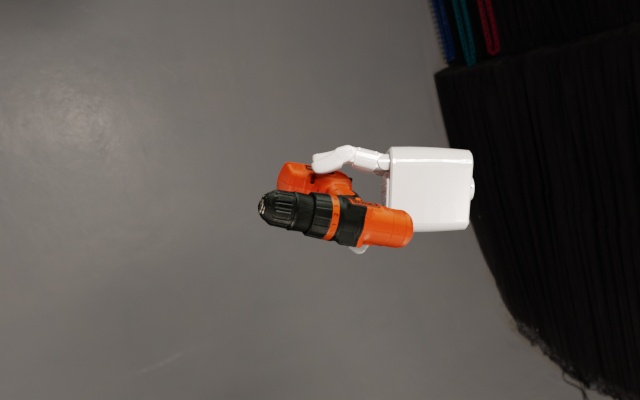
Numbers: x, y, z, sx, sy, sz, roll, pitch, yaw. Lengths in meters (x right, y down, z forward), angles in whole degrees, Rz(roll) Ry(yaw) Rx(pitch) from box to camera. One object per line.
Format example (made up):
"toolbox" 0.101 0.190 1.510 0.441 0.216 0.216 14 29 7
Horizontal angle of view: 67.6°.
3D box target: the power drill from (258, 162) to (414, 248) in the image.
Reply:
"power drill" 0.000 0.002 0.598 0.184 0.057 0.187 12 14 -21
